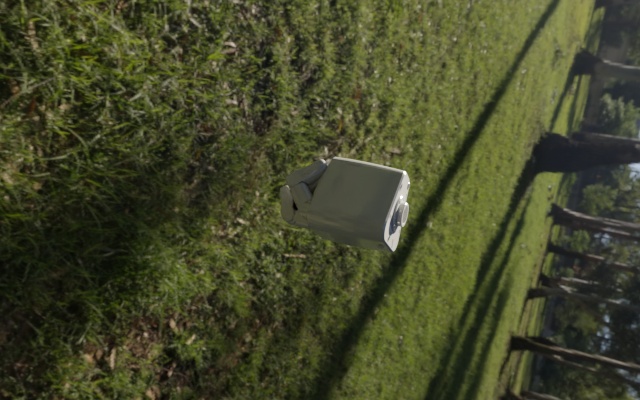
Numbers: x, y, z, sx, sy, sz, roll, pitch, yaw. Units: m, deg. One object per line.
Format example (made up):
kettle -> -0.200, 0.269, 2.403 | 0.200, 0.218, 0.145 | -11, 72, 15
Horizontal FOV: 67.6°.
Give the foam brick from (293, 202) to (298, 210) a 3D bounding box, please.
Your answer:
foam brick -> 0.000, 0.002, 0.724 | 0.051, 0.053, 0.078 | 11, -15, 22
